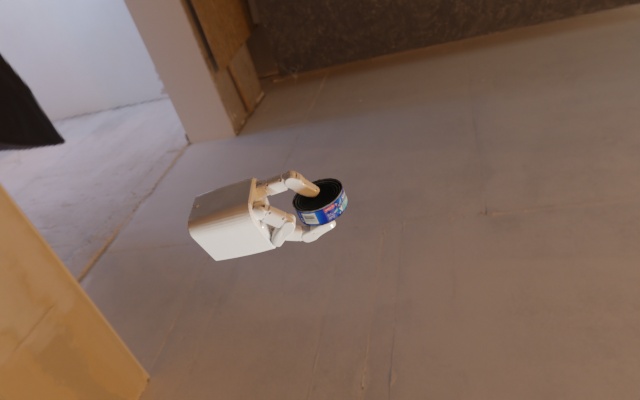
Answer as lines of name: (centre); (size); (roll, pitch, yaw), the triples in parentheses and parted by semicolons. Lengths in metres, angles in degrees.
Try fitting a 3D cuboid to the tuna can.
tuna can: (0.000, 0.003, 0.770); (0.086, 0.034, 0.086); (-17, 32, 11)
